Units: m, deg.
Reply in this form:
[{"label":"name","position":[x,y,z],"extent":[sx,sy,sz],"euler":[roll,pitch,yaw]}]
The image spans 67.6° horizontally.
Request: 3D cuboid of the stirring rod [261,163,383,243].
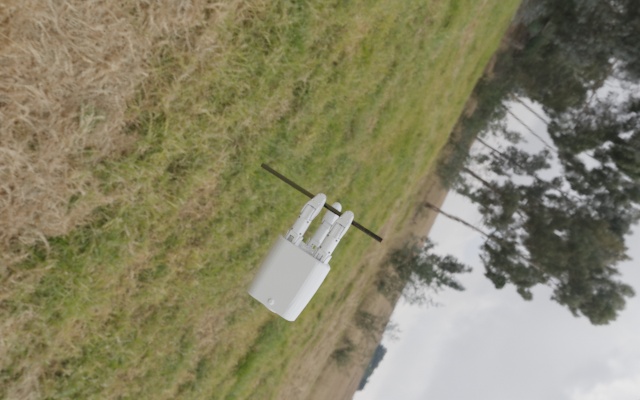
[{"label":"stirring rod","position":[0.000,0.003,0.800],"extent":[0.239,0.011,0.011],"euler":[32,5,8]}]
